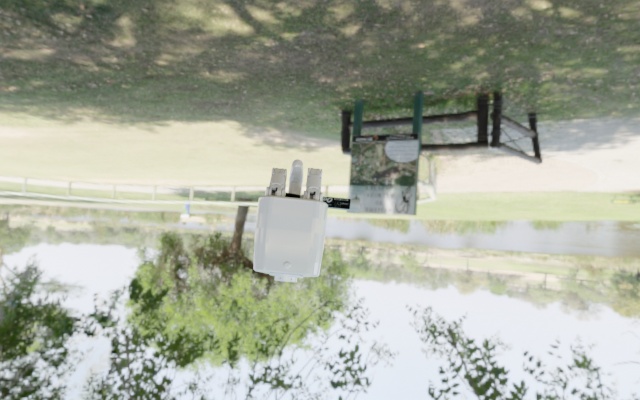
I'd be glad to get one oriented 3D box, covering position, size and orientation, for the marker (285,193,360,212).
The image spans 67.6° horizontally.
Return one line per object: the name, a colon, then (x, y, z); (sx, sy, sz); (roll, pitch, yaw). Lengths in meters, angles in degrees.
marker: (0.000, 0.002, 0.735); (0.121, 0.020, 0.020); (6, 0, -2)
